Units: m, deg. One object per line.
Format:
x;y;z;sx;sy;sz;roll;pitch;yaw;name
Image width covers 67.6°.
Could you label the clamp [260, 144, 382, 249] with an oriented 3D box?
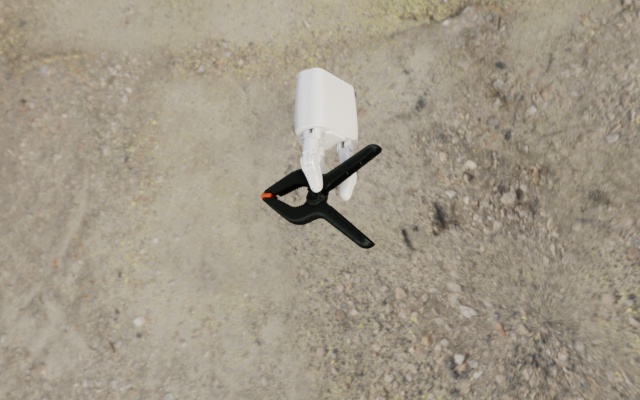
-0.001;0.002;0.764;0.210;0.164;0.036;-8;-19;23;clamp
